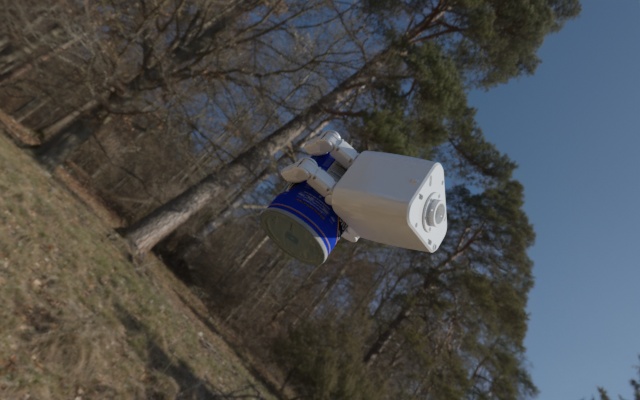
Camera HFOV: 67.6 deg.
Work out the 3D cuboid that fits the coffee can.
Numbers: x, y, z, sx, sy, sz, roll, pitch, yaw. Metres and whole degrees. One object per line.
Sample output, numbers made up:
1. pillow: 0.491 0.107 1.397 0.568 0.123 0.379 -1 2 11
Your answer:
1. coffee can: 0.000 0.002 0.649 0.103 0.103 0.140 0 43 48
